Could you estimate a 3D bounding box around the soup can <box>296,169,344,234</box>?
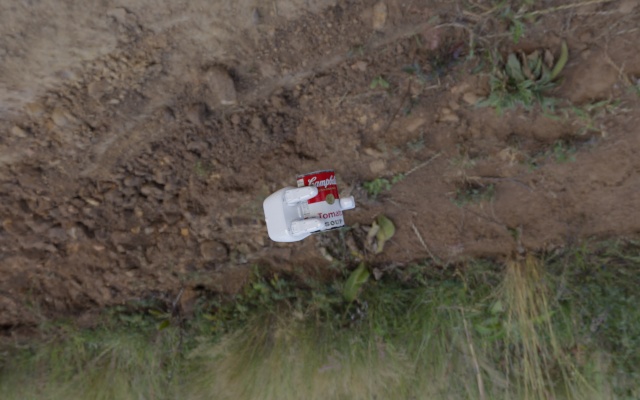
[{"bbox_3d":[0.000,0.003,0.833,0.068,0.102,0.068,-11,-3,-1],"label":"soup can"}]
